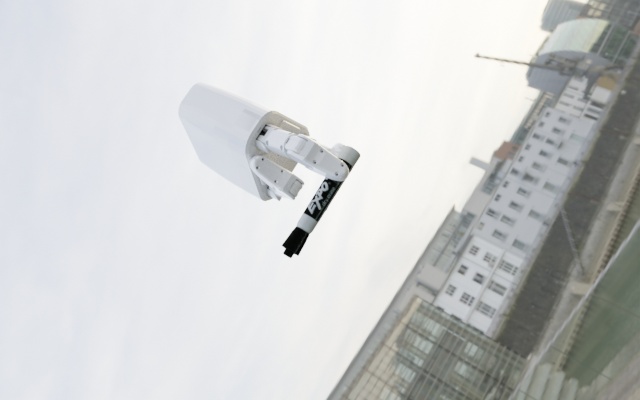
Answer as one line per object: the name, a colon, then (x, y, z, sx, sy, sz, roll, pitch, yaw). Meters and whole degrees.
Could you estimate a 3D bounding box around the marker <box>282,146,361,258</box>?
marker: (0.000, 0.002, 0.456, 0.020, 0.121, 0.020, 31, -11, 6)
